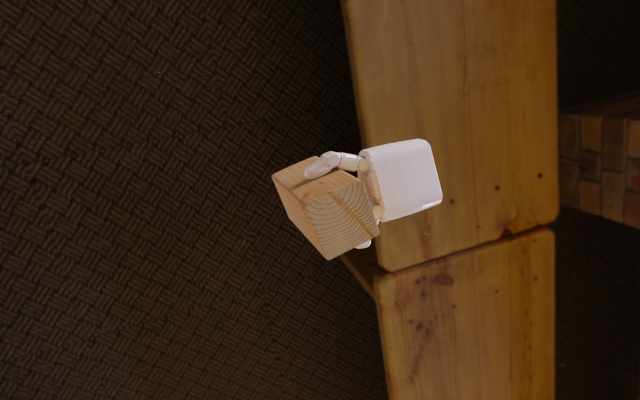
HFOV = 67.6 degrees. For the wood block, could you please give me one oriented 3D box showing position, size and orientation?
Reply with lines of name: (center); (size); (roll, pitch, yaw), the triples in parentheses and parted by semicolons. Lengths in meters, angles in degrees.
wood block: (0.000, 0.002, 0.752); (0.090, 0.091, 0.206); (-25, 21, -11)
